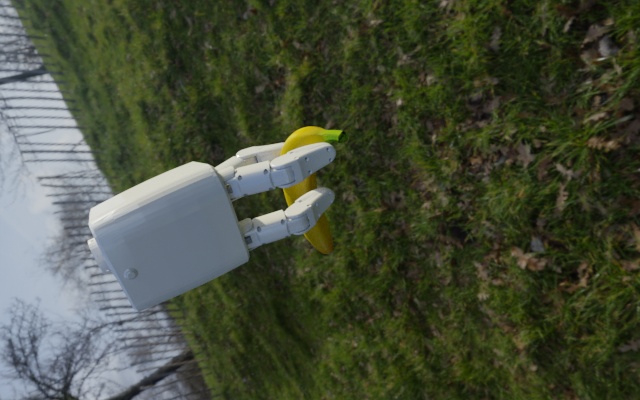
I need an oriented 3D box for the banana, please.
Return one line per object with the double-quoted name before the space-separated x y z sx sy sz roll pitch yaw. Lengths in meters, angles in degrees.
"banana" -0.012 -0.012 0.503 0.037 0.069 0.198 -36 -28 -24
